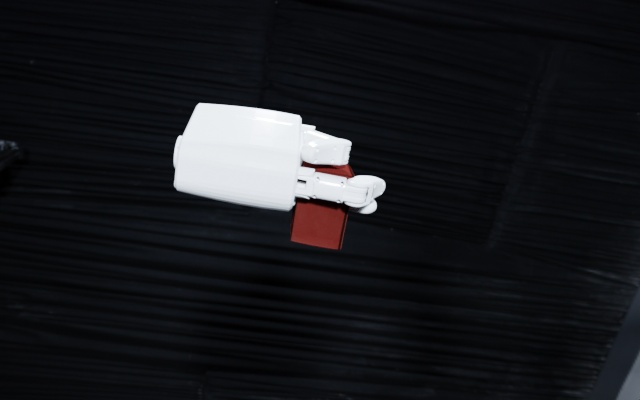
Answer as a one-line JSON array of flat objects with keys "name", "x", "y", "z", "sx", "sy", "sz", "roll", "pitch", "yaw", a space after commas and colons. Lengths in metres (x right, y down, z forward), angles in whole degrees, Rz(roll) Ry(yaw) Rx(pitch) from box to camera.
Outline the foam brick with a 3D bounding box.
[{"name": "foam brick", "x": 0.000, "y": 0.002, "z": 0.479, "sx": 0.051, "sy": 0.078, "sz": 0.053, "roll": 8, "pitch": 18, "yaw": -7}]
